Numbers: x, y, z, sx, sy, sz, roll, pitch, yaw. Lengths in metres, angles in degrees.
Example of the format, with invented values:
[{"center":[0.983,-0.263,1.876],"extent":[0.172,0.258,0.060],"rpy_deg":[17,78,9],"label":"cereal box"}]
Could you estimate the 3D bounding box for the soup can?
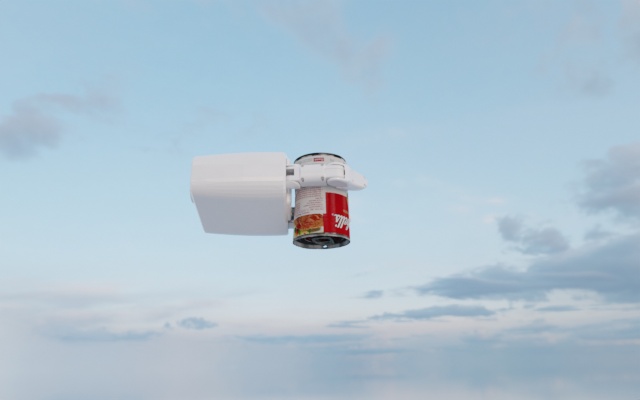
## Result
[{"center":[0.001,0.002,0.573],"extent":[0.068,0.102,0.068],"rpy_deg":[-1,-19,0],"label":"soup can"}]
